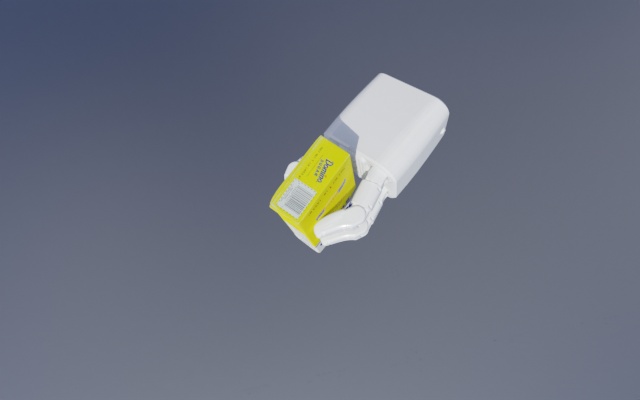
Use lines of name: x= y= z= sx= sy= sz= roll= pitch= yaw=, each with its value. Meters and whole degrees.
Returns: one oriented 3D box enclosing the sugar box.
sugar box: x=0.001 y=0.002 z=0.566 sx=0.048 sy=0.093 sz=0.176 roll=35 pitch=-8 yaw=17
